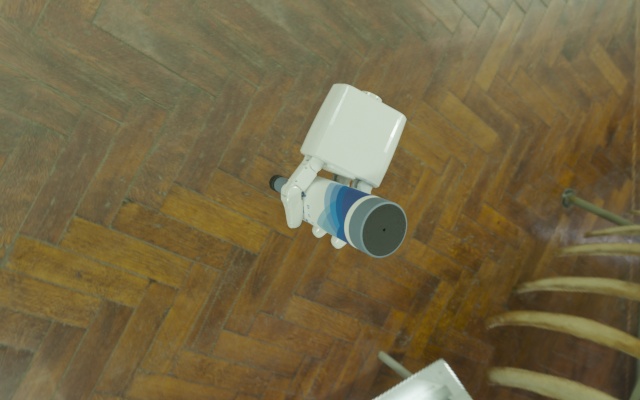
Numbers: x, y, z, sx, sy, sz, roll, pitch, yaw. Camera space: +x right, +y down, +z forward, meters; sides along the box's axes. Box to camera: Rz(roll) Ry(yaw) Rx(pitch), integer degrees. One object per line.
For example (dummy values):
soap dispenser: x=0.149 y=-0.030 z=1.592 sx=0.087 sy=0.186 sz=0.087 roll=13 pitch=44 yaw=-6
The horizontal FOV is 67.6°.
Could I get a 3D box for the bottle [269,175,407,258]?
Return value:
bottle: x=0.000 y=0.002 z=0.665 sx=0.069 sy=0.069 sz=0.295 roll=0 pitch=12 yaw=-30
